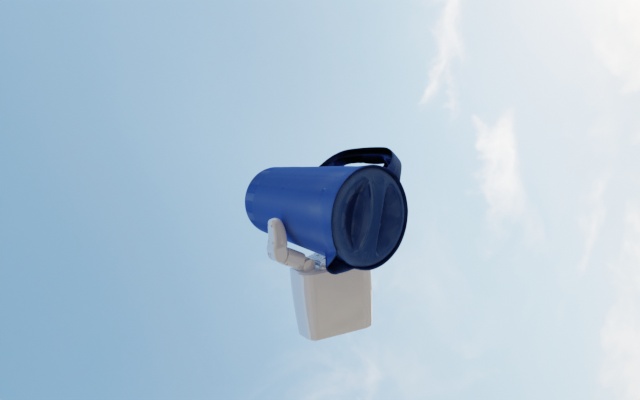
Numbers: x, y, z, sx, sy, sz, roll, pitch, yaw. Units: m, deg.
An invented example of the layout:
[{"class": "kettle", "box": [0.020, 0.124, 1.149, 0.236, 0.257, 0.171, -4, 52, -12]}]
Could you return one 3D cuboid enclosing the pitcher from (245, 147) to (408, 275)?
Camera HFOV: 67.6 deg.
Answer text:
[{"class": "pitcher", "box": [0.000, 0.002, 0.685, 0.149, 0.145, 0.243, -14, 15, -36]}]
